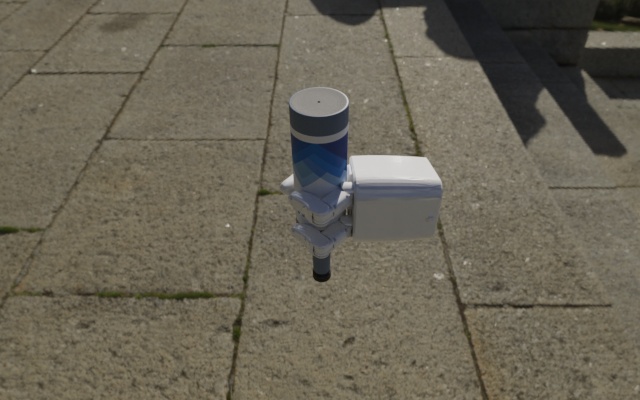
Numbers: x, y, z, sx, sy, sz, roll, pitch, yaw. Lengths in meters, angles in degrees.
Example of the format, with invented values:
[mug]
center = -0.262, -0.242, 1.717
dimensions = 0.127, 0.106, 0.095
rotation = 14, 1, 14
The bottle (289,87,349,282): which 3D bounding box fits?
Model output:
[bottle]
center = 0.000, 0.002, 0.620
dimensions = 0.069, 0.296, 0.069
rotation = -1, 41, 0
